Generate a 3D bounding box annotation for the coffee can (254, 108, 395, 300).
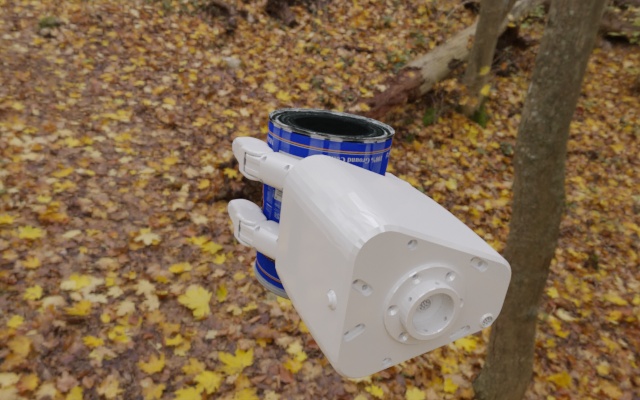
[{"bbox_3d":[0.000,0.001,0.408,0.103,0.140,0.102,7,21,-3],"label":"coffee can"}]
